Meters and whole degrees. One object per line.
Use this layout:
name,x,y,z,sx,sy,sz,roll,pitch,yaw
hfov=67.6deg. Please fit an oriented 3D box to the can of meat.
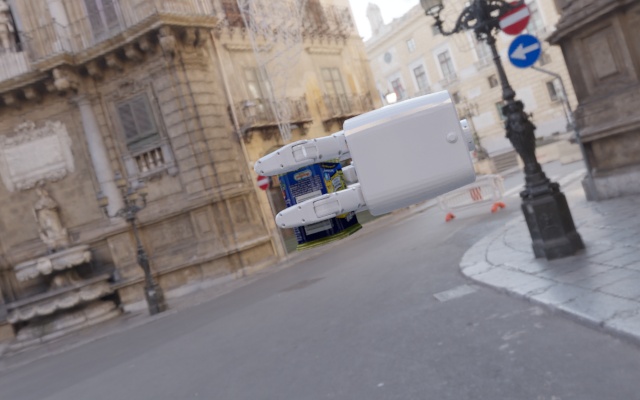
can of meat,0.000,0.001,0.513,0.057,0.084,0.102,-17,-1,17
